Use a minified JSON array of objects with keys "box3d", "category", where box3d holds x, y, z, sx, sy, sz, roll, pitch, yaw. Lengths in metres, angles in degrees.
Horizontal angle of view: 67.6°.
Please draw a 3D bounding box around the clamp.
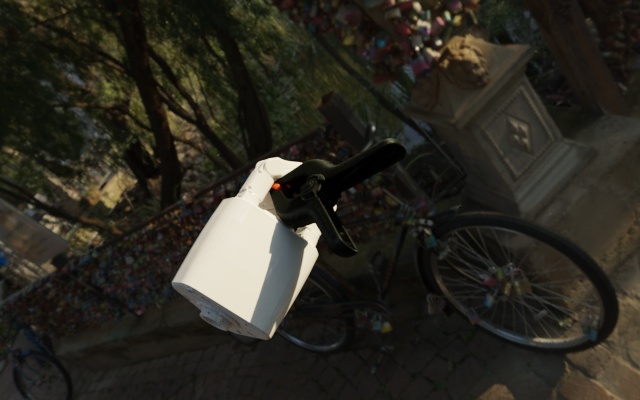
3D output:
[{"box3d":[0.000,0.001,0.473,0.039,0.120,0.171,44,-31,-27],"category":"clamp"}]
